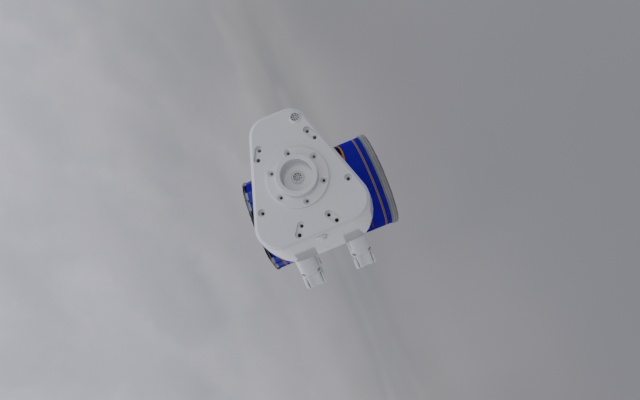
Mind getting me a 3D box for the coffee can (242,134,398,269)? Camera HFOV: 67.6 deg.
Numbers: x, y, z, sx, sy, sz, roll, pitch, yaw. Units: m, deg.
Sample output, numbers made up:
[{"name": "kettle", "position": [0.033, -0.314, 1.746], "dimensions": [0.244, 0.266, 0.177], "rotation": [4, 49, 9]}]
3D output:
[{"name": "coffee can", "position": [0.000, 0.002, 0.521], "dimensions": [0.140, 0.103, 0.103], "rotation": [-22, 0, 1]}]
